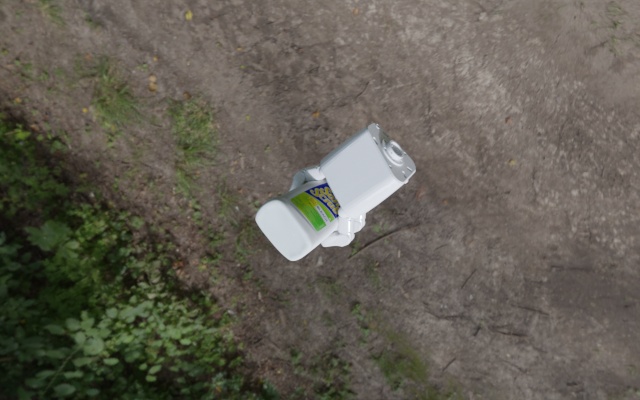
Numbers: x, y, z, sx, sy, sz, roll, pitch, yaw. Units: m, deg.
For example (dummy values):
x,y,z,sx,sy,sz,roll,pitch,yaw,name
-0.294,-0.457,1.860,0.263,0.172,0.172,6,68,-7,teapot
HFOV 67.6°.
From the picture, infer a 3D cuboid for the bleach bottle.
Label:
x,y,z,sx,sy,sz,roll,pitch,yaw,name
0.000,0.003,0.809,0.068,0.102,0.250,-39,0,35,bleach bottle
